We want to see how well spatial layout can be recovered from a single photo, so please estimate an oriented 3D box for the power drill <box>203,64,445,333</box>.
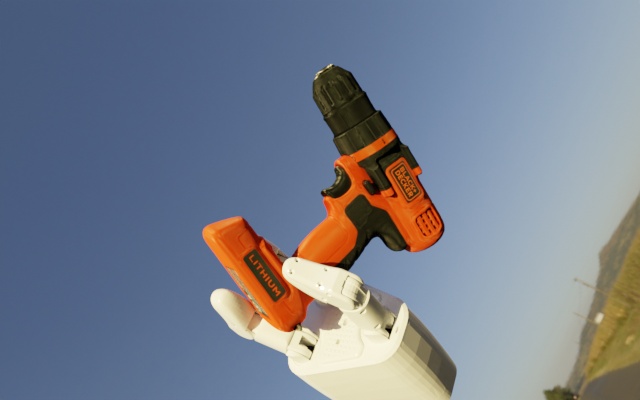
[{"bbox_3d":[0.000,0.002,0.401,0.187,0.184,0.057,-36,9,-18],"label":"power drill"}]
